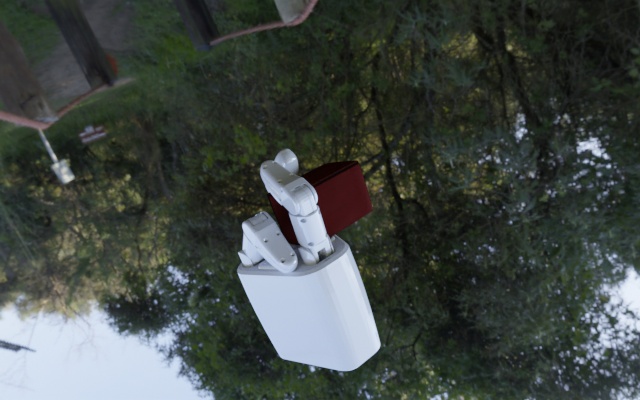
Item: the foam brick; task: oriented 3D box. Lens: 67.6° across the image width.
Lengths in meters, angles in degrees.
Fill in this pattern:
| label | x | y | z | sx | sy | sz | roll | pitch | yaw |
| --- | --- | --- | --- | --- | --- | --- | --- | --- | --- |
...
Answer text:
| label | x | y | z | sx | sy | sz | roll | pitch | yaw |
| --- | --- | --- | --- | --- | --- | --- | --- | --- | --- |
| foam brick | 0.000 | 0.001 | 0.448 | 0.078 | 0.051 | 0.053 | -29 | 17 | -28 |
